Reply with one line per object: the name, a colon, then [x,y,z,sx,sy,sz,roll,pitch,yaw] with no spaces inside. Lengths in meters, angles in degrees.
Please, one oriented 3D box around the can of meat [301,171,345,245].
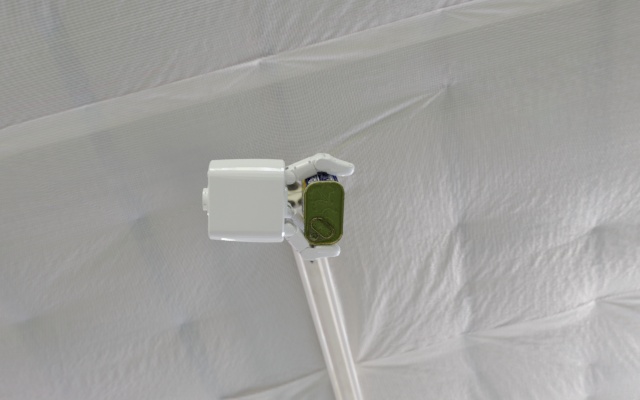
can of meat: [0.000,0.002,0.715,0.057,0.102,0.084,-2,26,-7]
